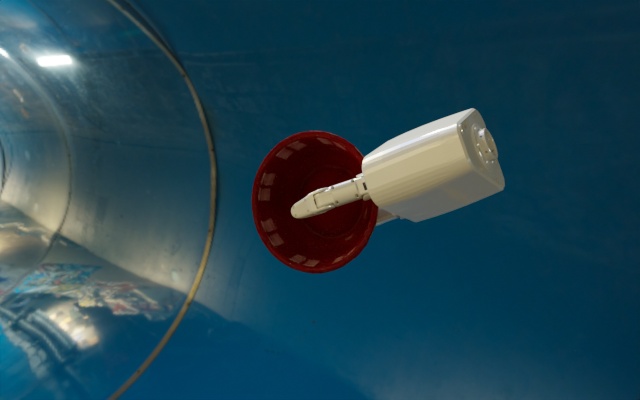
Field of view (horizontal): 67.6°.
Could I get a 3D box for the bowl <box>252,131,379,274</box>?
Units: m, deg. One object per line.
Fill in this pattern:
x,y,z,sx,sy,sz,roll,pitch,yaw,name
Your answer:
-0.001,0.002,0.563,0.162,0.162,0.055,0,1,26,bowl
